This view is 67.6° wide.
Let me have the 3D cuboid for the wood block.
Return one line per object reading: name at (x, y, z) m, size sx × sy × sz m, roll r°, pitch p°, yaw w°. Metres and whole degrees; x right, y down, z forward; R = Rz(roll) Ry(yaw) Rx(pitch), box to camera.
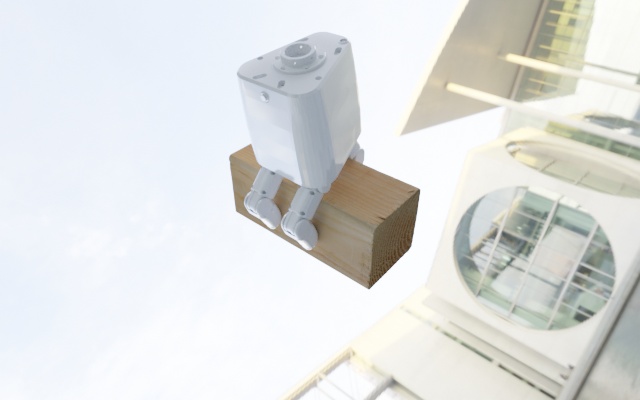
wood block at (0.000, 0.001, 0.555) m, size 0.206 × 0.090 × 0.090 m, roll 27°, pitch 45°, yaw 31°
